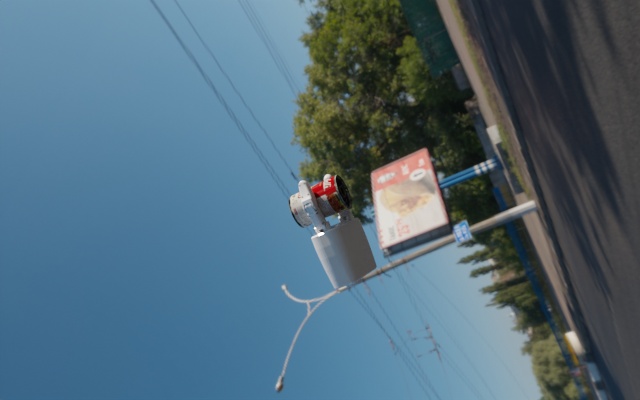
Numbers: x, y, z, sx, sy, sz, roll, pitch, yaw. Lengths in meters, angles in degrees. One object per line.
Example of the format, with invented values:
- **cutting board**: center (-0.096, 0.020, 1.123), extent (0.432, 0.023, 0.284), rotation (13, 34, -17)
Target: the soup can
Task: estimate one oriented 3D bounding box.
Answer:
- **soup can**: center (0.000, 0.003, 0.899), extent (0.102, 0.068, 0.068), rotation (-24, -8, 18)
